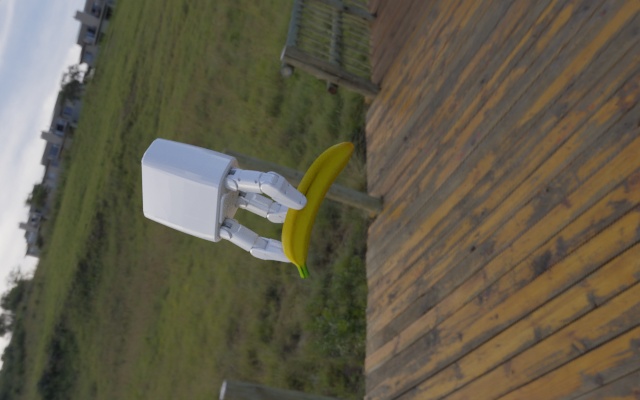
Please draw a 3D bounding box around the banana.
[{"bbox_3d":[-0.008,-0.001,0.626,0.037,0.197,0.070,16,-13,27],"label":"banana"}]
